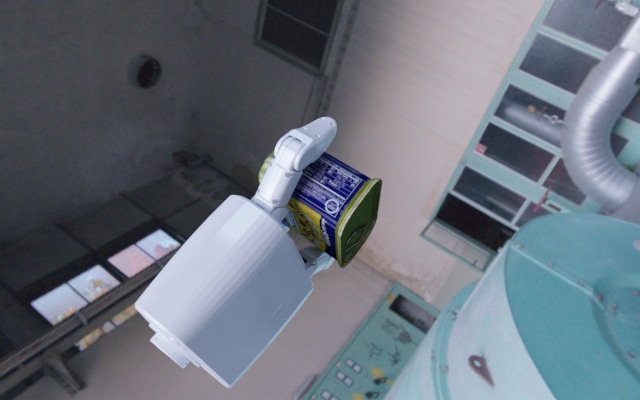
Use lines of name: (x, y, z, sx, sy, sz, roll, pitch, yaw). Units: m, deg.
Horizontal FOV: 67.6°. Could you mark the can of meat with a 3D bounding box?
can of meat: (0.000, 0.001, 0.407, 0.084, 0.057, 0.102, 32, -22, 18)
